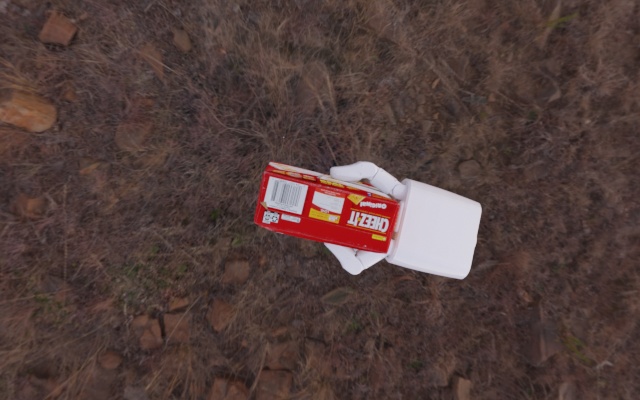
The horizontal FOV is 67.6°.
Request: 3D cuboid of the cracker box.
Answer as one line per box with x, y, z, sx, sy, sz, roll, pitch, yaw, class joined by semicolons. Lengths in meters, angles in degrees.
0.000;0.002;0.649;0.164;0.072;0.213;13;6;-6;cracker box
